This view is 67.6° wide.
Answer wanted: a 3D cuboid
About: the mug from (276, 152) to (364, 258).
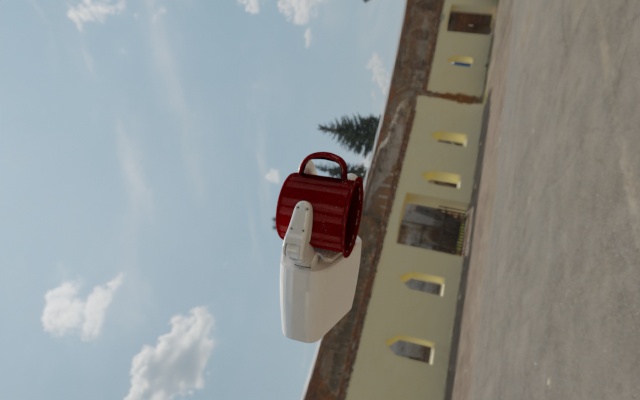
[{"bbox_3d":[0.000,0.000,0.540,0.081,0.117,0.093,9,25,14],"label":"mug"}]
